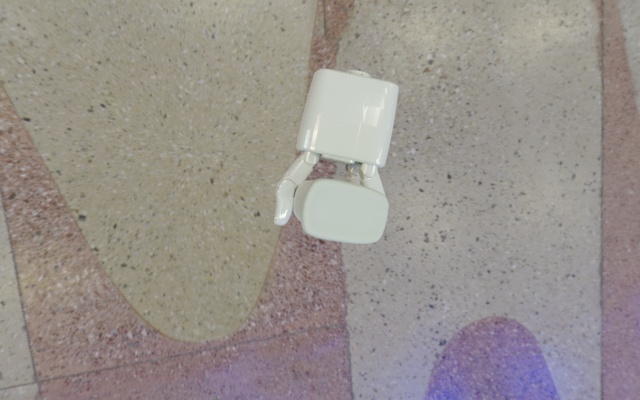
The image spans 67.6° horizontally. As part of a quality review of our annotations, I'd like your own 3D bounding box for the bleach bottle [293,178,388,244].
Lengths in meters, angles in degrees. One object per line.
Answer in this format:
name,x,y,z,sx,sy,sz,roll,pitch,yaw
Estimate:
bleach bottle,0.000,0.002,0.644,0.102,0.068,0.251,11,3,-15
